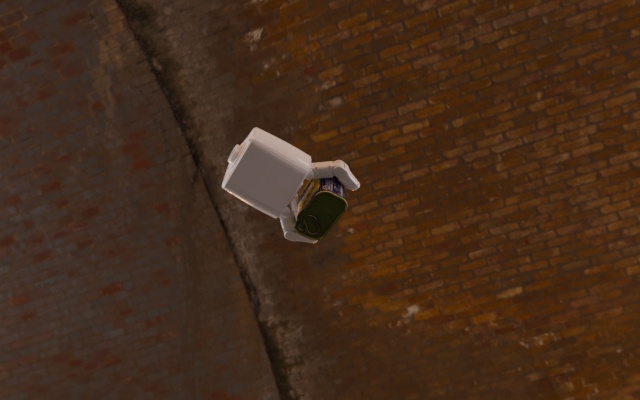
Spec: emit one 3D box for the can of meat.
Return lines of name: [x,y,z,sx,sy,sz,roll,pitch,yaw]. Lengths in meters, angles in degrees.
can of meat: [0.000,0.002,0.811,0.057,0.102,0.084,26,33,-17]
